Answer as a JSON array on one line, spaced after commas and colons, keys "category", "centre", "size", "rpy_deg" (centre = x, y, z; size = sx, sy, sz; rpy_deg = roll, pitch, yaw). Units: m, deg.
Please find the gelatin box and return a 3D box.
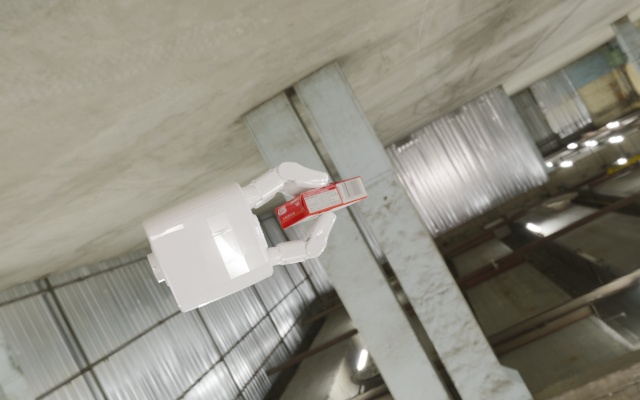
[{"category": "gelatin box", "centre": [0.001, 0.002, 0.576], "size": [0.089, 0.030, 0.073], "rpy_deg": [-17, -5, -30]}]
